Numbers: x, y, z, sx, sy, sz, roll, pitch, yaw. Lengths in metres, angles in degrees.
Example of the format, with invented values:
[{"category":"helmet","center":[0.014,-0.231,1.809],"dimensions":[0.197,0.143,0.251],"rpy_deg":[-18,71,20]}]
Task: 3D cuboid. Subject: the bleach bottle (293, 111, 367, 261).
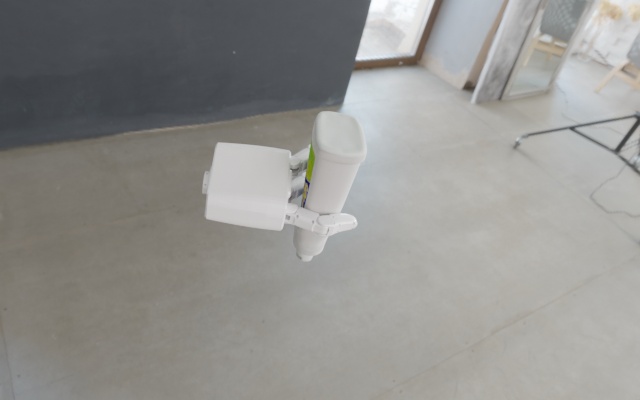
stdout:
[{"category":"bleach bottle","center":[0.000,0.002,0.693],"dimensions":[0.068,0.251,0.102],"rpy_deg":[8,41,-9]}]
